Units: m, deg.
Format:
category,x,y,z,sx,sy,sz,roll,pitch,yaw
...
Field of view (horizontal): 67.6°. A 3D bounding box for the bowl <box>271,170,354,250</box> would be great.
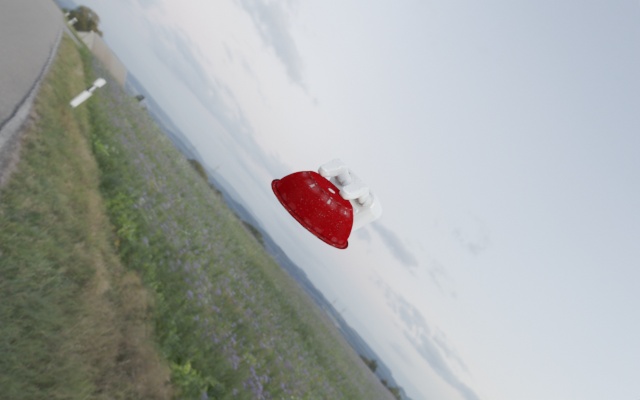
category,x,y,z,sx,sy,sz,roll,pitch,yaw
bowl,0.000,0.002,0.759,0.162,0.055,0.162,39,14,-12
